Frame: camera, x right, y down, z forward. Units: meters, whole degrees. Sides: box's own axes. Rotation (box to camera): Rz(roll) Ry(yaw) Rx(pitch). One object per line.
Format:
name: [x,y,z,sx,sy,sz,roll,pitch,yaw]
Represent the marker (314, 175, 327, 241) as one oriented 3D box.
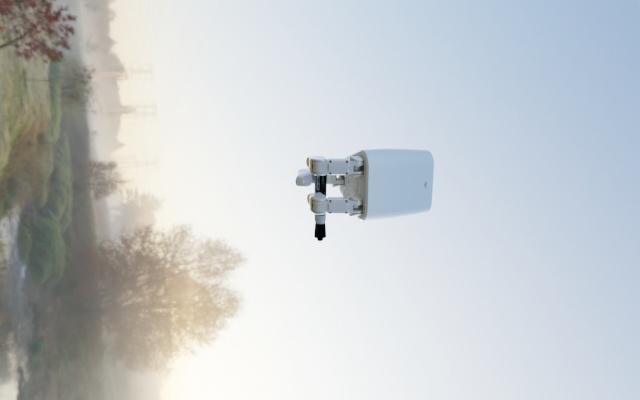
marker: [0.000,0.002,0.711,0.020,0.121,0.020,0,15,0]
